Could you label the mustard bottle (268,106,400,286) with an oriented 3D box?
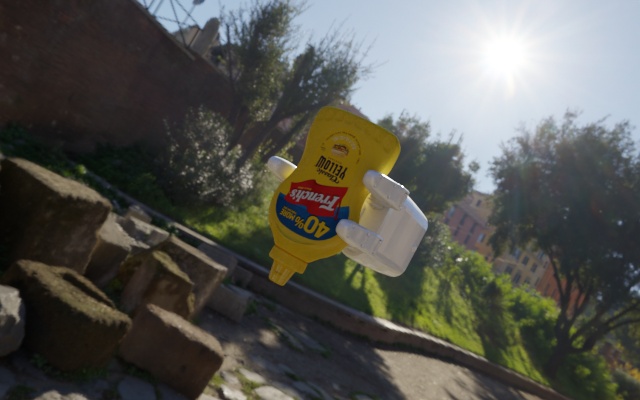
[{"bbox_3d":[0.000,0.001,0.505,0.096,0.191,0.058,28,-5,17],"label":"mustard bottle"}]
